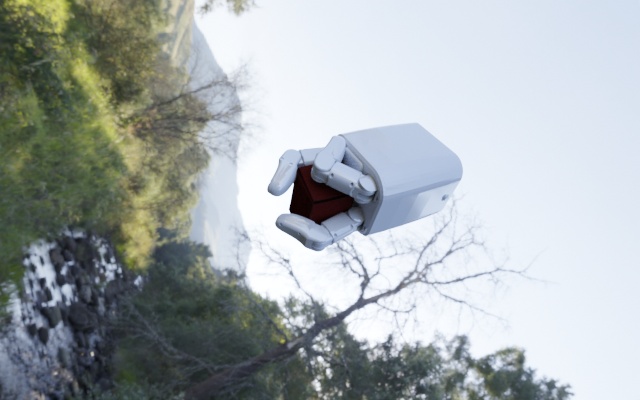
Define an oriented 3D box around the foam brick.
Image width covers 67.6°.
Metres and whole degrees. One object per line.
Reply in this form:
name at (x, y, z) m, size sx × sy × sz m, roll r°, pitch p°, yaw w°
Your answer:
foam brick at (0.000, 0.002, 0.537) m, size 0.051 × 0.053 × 0.078 m, roll -14°, pitch -32°, yaw -21°
